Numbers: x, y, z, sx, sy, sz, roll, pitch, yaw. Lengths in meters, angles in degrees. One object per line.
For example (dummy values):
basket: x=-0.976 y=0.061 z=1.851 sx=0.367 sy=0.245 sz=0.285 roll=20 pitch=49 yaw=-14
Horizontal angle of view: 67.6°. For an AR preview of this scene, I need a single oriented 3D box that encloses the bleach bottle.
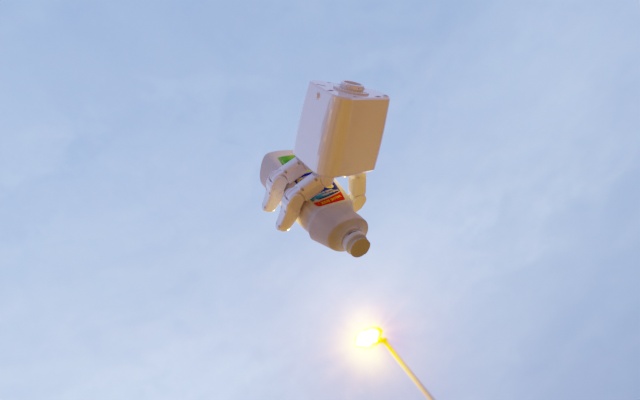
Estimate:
bleach bottle: x=0.000 y=0.002 z=0.686 sx=0.102 sy=0.068 sz=0.250 roll=-3 pitch=28 yaw=-29
